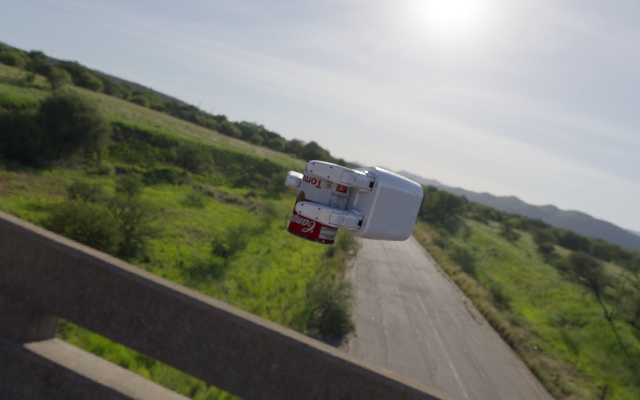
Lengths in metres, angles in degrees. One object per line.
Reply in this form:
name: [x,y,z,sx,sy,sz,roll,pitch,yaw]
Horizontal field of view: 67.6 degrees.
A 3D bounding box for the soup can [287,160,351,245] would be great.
soup can: [0.000,0.002,0.657,0.068,0.102,0.068,16,5,-1]
